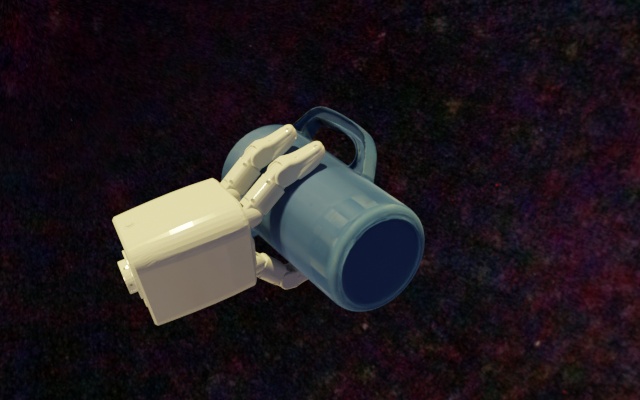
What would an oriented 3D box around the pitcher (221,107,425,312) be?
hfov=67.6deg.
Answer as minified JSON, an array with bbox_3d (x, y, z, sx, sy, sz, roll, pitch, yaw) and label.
[{"bbox_3d":[0.000,0.002,0.512,0.145,0.149,0.242,-21,31,-23],"label":"pitcher"}]
